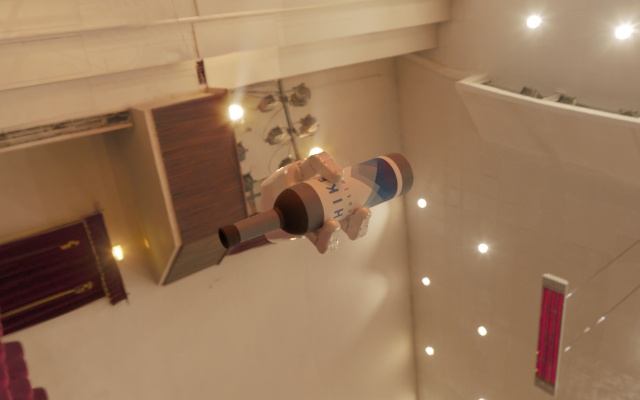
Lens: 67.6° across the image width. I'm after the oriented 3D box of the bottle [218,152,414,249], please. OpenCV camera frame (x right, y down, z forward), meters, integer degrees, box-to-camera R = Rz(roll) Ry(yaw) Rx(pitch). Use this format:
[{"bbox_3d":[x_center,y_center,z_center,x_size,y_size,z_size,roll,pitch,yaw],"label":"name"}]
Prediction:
[{"bbox_3d":[0.000,0.002,0.653,0.295,0.069,0.069,-20,11,-31],"label":"bottle"}]
